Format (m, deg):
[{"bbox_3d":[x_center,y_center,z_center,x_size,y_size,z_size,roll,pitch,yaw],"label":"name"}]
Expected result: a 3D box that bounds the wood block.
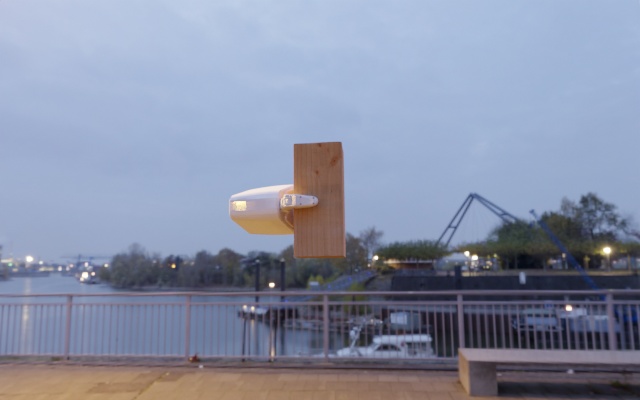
[{"bbox_3d":[0.000,0.003,0.891,0.090,0.206,0.091,-2,-8,6],"label":"wood block"}]
